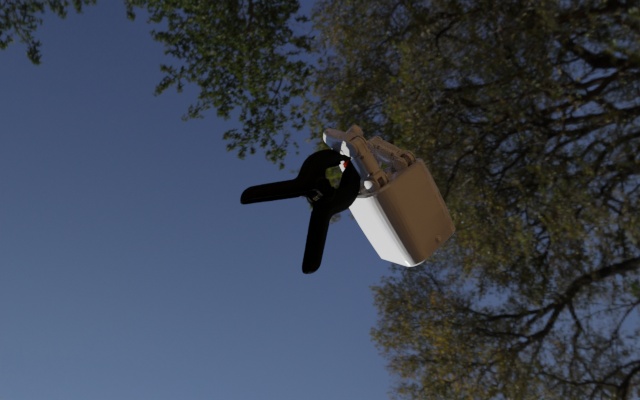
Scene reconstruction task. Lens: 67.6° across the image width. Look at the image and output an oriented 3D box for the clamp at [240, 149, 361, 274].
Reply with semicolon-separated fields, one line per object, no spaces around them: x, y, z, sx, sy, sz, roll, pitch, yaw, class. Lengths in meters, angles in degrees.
0.000;0.002;0.569;0.171;0.120;0.039;-36;11;-30;clamp
